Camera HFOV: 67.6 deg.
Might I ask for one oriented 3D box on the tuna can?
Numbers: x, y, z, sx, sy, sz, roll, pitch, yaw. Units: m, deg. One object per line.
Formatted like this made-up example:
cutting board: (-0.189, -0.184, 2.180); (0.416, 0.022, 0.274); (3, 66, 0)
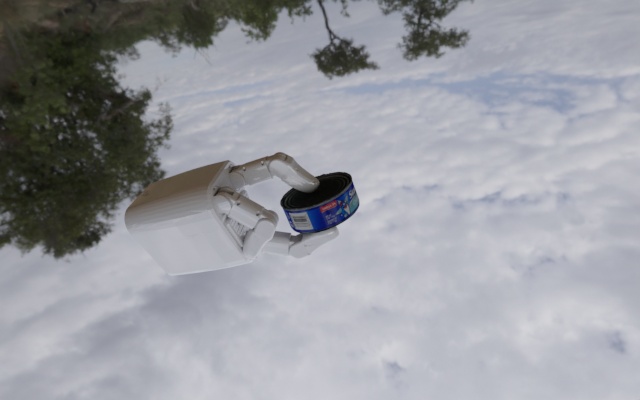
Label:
tuna can: (0.000, 0.002, 0.539); (0.086, 0.034, 0.086); (-19, 22, 8)
